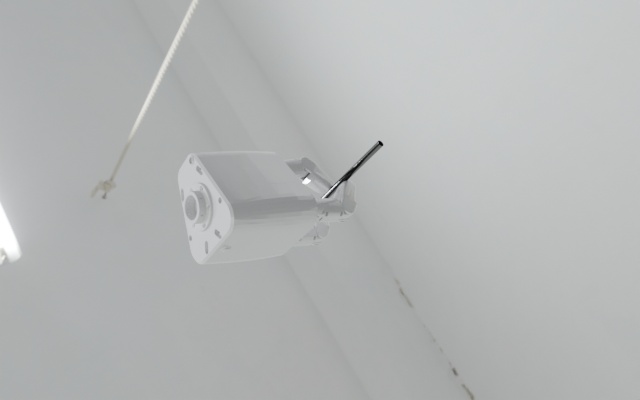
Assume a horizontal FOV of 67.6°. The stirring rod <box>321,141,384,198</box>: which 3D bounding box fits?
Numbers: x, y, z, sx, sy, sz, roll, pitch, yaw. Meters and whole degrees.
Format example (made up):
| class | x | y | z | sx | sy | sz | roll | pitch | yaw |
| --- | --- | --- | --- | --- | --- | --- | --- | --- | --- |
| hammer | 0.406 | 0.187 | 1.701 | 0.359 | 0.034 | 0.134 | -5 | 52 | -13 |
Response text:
| class | x | y | z | sx | sy | sz | roll | pitch | yaw |
| --- | --- | --- | --- | --- | --- | --- | --- | --- | --- |
| stirring rod | 0.000 | 0.002 | 0.606 | 0.011 | 0.011 | 0.240 | 0 | -33 | -42 |
